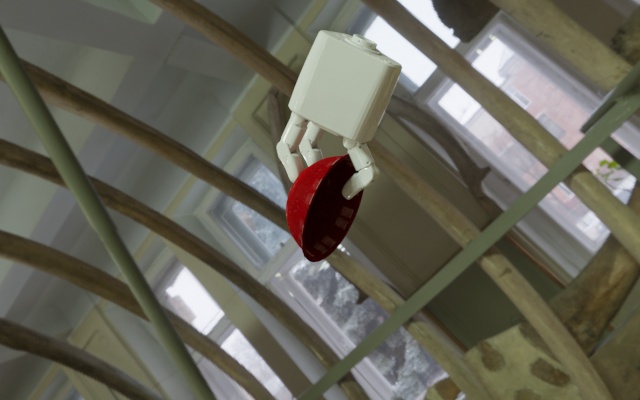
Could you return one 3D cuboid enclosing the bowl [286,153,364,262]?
[{"bbox_3d":[-0.001,0.003,0.668,0.055,0.162,0.162,23,10,25],"label":"bowl"}]
